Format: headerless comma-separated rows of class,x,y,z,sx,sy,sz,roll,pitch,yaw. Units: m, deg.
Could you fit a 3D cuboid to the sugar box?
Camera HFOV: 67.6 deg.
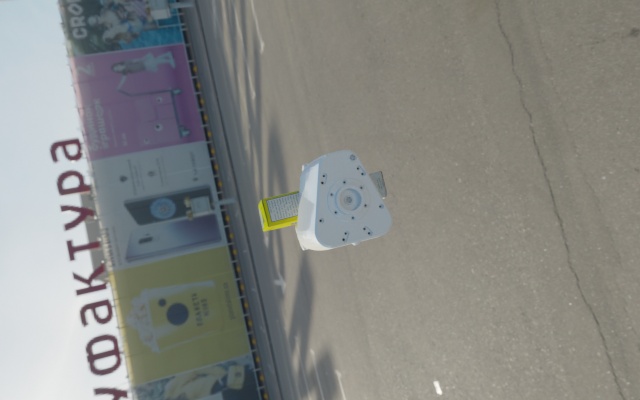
sugar box,0.000,0.003,0.697,0.176,0.048,0.093,-12,-4,-12
